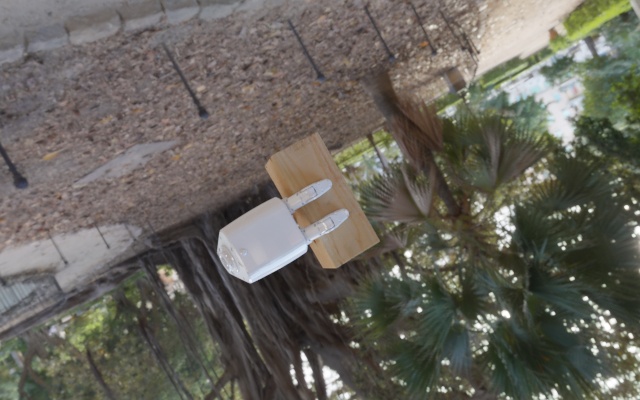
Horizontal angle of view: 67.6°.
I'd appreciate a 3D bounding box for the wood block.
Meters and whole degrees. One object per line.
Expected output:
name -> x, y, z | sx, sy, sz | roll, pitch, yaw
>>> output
wood block -> 0.000, 0.003, 0.806 | 0.090, 0.206, 0.091 | -30, 0, -16
